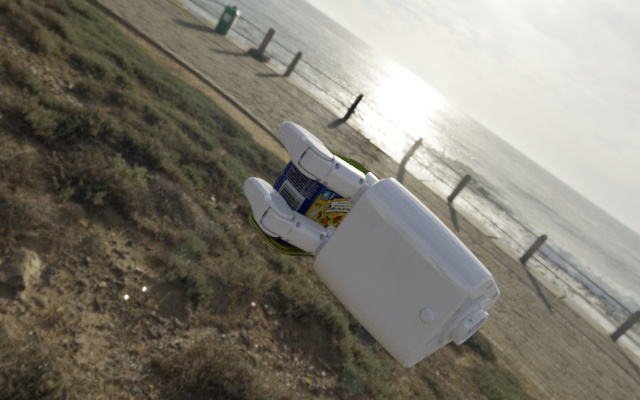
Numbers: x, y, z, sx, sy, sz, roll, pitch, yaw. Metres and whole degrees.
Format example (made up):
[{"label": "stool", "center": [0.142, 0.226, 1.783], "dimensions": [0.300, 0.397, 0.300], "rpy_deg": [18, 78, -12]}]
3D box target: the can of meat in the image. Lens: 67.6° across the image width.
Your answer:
[{"label": "can of meat", "center": [0.000, 0.001, 0.431], "dimensions": [0.102, 0.084, 0.057], "rpy_deg": [11, 30, -51]}]
